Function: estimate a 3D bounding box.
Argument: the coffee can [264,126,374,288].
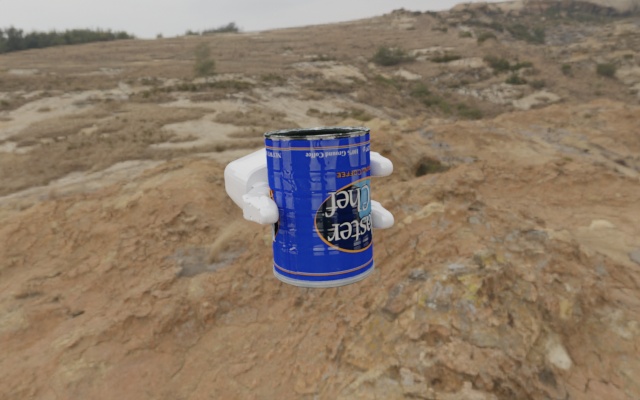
[{"bbox_3d":[0.000,0.002,0.470,0.103,0.140,0.102,-3,13,1],"label":"coffee can"}]
